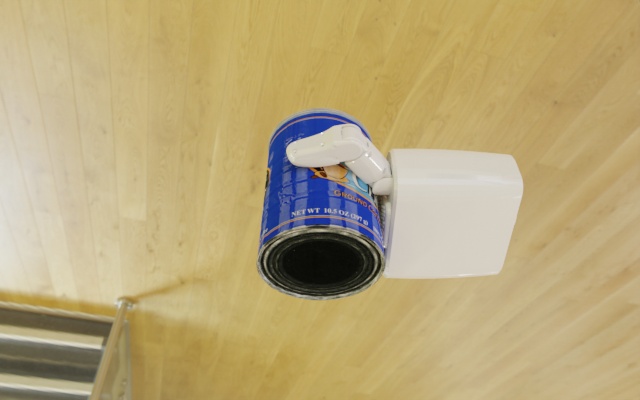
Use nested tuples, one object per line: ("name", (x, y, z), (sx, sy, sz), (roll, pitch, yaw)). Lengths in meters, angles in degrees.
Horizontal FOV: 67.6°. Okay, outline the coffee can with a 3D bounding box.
("coffee can", (0.000, 0.001, 0.424), (0.103, 0.140, 0.103), (0, -42, 0))
